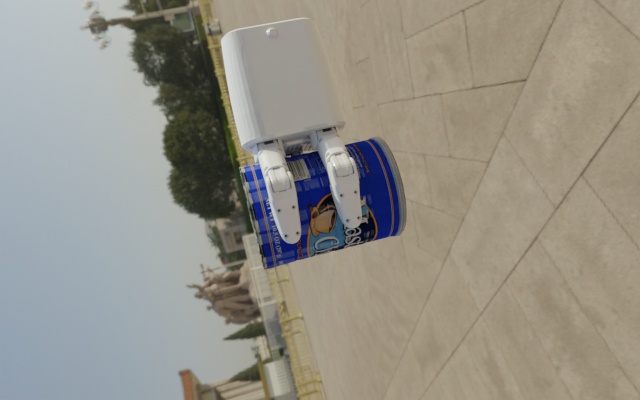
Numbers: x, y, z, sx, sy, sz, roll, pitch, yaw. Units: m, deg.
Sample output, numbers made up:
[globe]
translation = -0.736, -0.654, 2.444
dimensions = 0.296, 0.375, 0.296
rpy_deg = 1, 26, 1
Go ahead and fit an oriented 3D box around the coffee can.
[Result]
[coffee can]
translation = 0.000, 0.002, 0.473
dimensions = 0.140, 0.103, 0.103
rpy_deg = -13, 2, -9
